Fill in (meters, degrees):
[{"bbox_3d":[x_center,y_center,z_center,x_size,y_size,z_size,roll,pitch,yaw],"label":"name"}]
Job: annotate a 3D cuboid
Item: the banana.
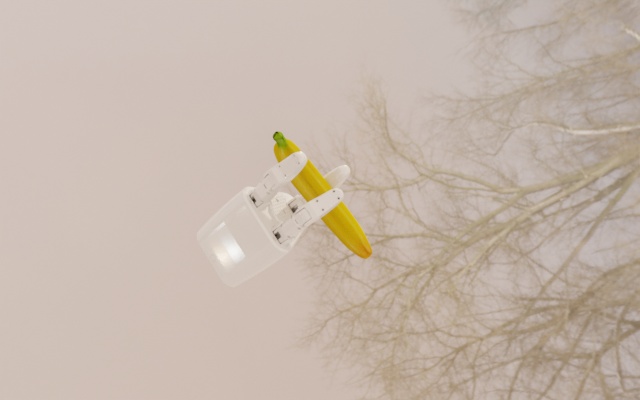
[{"bbox_3d":[-0.003,-0.006,0.610,0.037,0.198,0.069,-37,15,9],"label":"banana"}]
